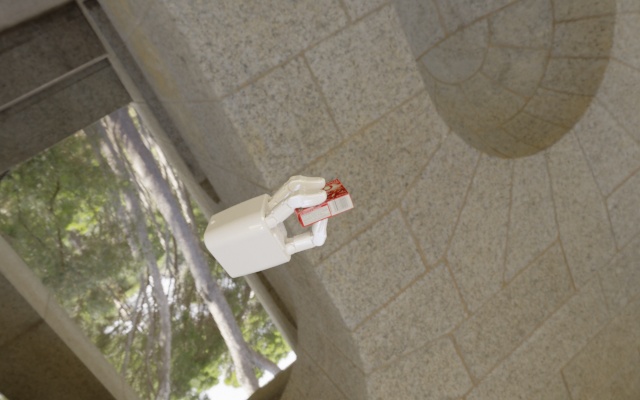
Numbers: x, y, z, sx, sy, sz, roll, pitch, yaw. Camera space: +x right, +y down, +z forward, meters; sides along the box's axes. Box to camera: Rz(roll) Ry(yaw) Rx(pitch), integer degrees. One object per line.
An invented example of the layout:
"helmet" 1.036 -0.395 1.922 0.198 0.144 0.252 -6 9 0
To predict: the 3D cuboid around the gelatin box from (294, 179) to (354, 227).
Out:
"gelatin box" 0.001 0.003 0.769 0.089 0.030 0.073 -21 24 -4
